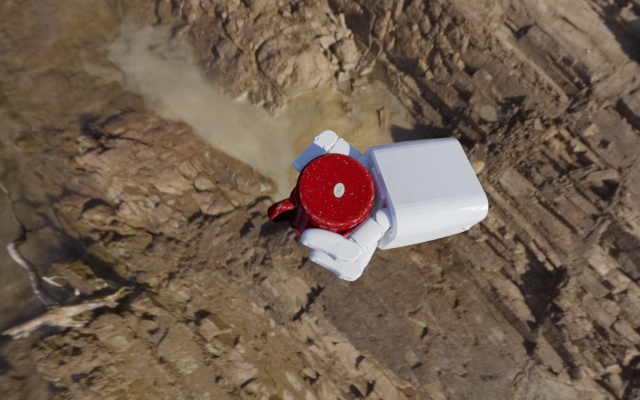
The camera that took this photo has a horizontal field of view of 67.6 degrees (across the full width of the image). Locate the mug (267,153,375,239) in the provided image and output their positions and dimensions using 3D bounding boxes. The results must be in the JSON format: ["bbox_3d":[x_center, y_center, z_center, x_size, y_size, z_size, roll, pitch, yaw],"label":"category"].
[{"bbox_3d":[-0.001,0.002,0.516,0.117,0.093,0.081,-10,-16,-10],"label":"mug"}]
